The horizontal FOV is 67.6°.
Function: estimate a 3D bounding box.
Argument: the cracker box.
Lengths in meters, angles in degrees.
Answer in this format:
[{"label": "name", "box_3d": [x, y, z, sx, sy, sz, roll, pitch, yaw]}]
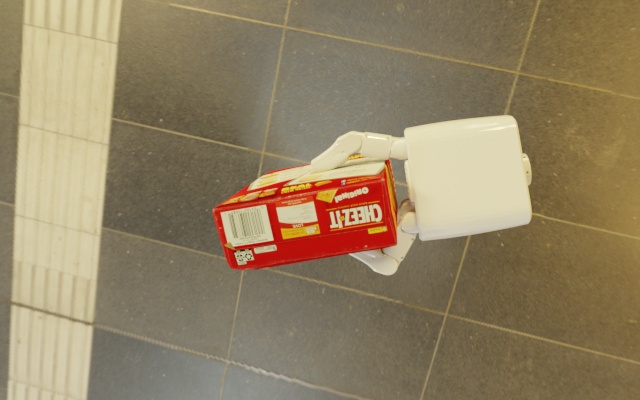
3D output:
[{"label": "cracker box", "box_3d": [0.000, 0.002, 0.531, 0.164, 0.072, 0.213, -10, 11, 11]}]
